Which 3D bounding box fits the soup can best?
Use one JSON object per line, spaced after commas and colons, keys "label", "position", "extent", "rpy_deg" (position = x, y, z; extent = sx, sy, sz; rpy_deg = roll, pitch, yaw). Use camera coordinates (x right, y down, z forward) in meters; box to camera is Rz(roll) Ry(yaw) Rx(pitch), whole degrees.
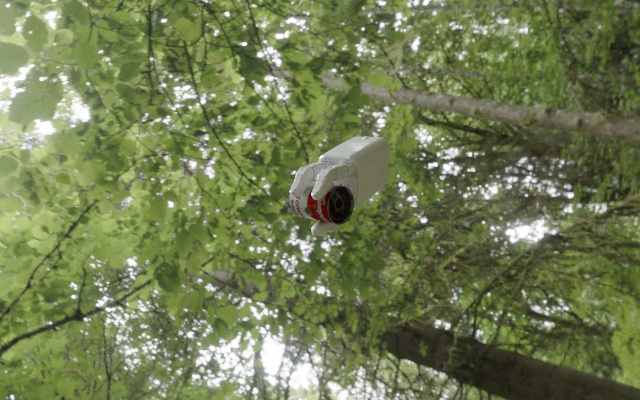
{"label": "soup can", "position": [0.000, 0.003, 0.858], "extent": [0.102, 0.068, 0.068], "rpy_deg": [9, 6, 43]}
